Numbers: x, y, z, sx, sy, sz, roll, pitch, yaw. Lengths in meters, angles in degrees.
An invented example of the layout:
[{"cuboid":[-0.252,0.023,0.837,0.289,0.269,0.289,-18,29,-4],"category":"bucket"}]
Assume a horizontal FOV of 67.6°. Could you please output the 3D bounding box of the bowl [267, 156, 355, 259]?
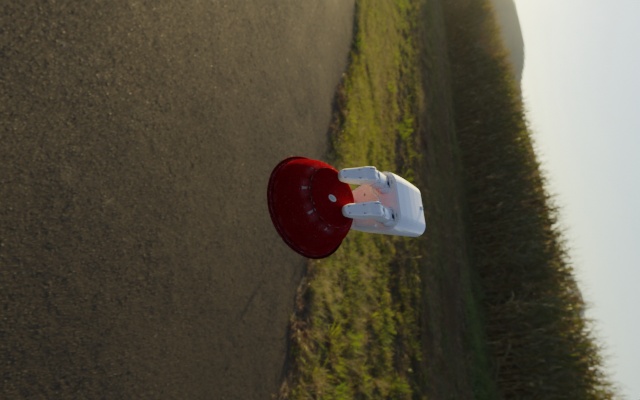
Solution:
[{"cuboid":[0.000,0.002,0.703,0.162,0.162,0.055,0,-16,-46],"category":"bowl"}]
